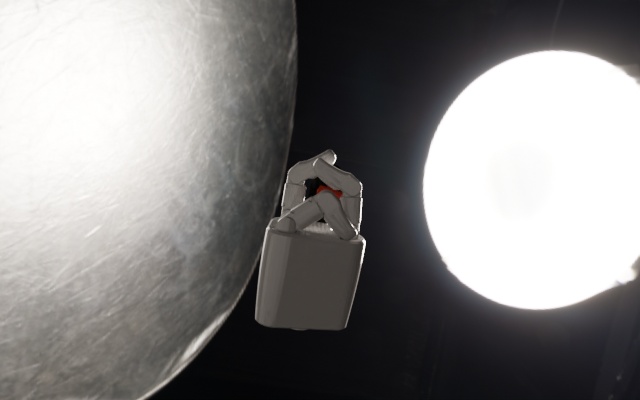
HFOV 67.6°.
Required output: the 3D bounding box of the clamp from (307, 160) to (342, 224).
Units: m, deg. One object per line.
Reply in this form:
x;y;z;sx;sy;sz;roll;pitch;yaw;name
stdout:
0.001;0.002;0.621;0.039;0.120;0.171;10;8;-2;clamp
